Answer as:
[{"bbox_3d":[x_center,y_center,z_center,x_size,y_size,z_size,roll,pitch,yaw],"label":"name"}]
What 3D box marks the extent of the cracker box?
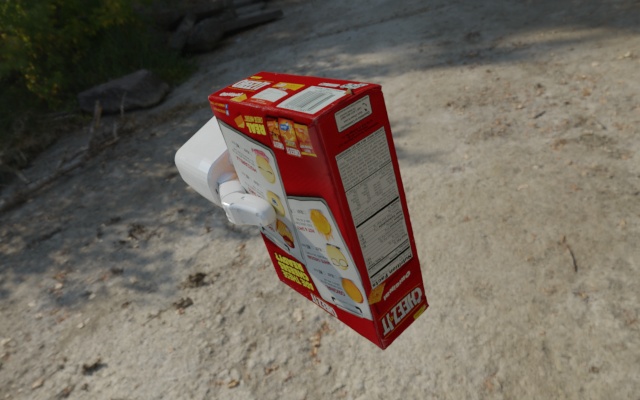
[{"bbox_3d":[0.000,0.001,0.420,0.072,0.214,0.164,-33,32,-26],"label":"cracker box"}]
